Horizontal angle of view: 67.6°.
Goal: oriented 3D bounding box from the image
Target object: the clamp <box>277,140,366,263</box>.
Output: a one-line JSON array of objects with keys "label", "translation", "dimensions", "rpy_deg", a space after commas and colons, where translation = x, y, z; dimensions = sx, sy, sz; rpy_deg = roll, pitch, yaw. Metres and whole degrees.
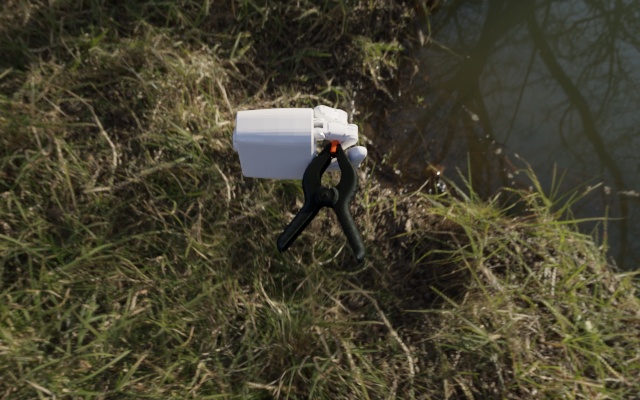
[{"label": "clamp", "translation": [0.000, 0.002, 0.657], "dimensions": [0.120, 0.171, 0.039], "rpy_deg": [0, -18, 1]}]
